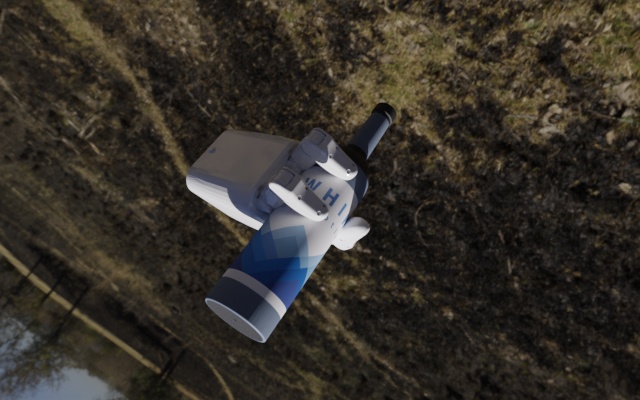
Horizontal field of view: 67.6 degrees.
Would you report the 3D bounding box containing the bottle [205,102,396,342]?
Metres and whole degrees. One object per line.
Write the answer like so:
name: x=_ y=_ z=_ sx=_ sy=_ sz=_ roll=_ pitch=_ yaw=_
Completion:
bottle: x=0.000 y=0.002 z=0.493 sx=0.069 sy=0.295 sz=0.069 roll=28 pitch=-28 yaw=16
